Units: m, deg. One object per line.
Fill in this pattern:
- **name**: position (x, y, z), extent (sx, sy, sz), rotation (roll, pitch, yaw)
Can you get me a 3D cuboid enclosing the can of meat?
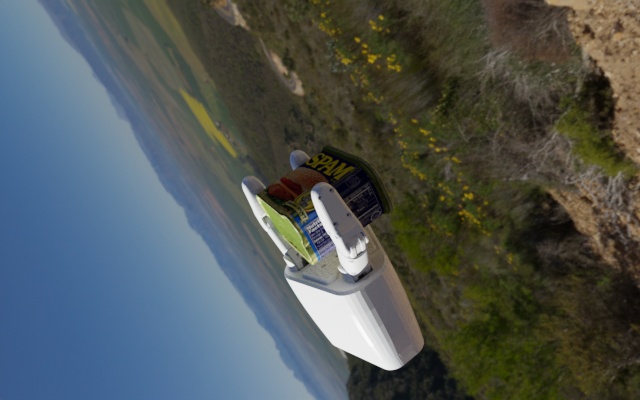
- **can of meat**: position (0.000, 0.002, 0.425), extent (0.084, 0.057, 0.102), rotation (-35, 28, -13)
